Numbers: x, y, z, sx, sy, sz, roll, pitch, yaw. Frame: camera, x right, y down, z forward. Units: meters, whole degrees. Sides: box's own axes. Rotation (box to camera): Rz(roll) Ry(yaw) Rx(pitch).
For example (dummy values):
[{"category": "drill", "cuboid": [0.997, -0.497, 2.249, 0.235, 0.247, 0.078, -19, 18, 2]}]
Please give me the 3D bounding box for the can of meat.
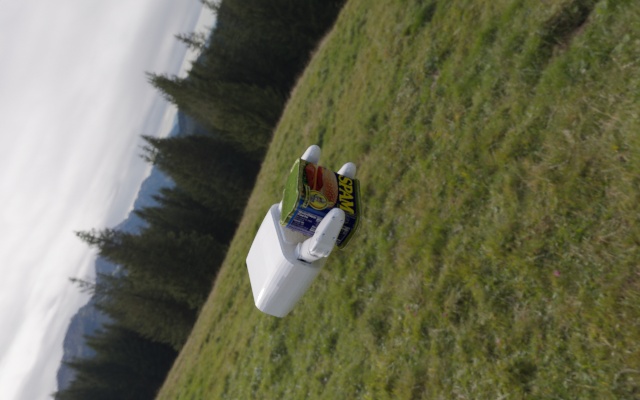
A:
[{"category": "can of meat", "cuboid": [0.000, 0.002, 0.586, 0.084, 0.057, 0.102, 21, 37, -16]}]
